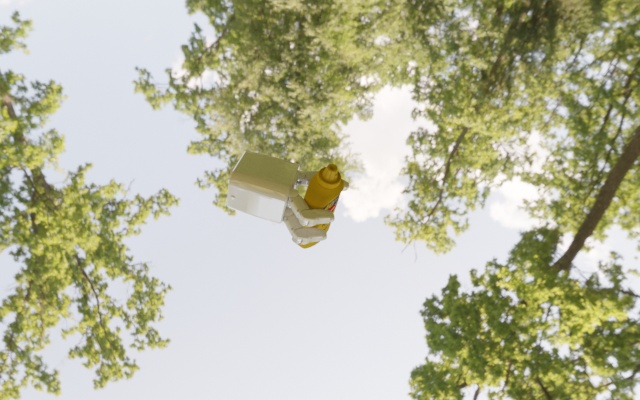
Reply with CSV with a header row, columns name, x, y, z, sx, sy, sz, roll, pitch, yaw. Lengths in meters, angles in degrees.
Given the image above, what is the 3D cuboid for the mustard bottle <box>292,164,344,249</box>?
name,x,y,z,sx,sy,sz,roll,pitch,yaw
mustard bottle,0.000,0.003,0.870,0.058,0.192,0.096,36,52,14
